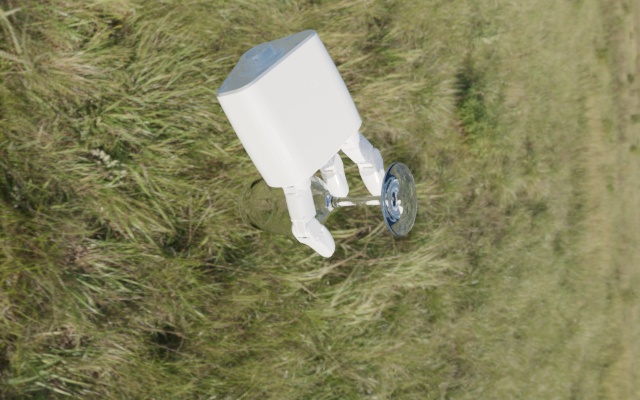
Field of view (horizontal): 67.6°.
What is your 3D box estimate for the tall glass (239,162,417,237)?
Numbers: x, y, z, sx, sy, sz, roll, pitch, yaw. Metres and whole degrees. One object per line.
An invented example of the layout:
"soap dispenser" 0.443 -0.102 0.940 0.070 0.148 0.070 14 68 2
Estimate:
"tall glass" 0.001 0.002 0.535 0.201 0.079 0.079 -3 -2 37
